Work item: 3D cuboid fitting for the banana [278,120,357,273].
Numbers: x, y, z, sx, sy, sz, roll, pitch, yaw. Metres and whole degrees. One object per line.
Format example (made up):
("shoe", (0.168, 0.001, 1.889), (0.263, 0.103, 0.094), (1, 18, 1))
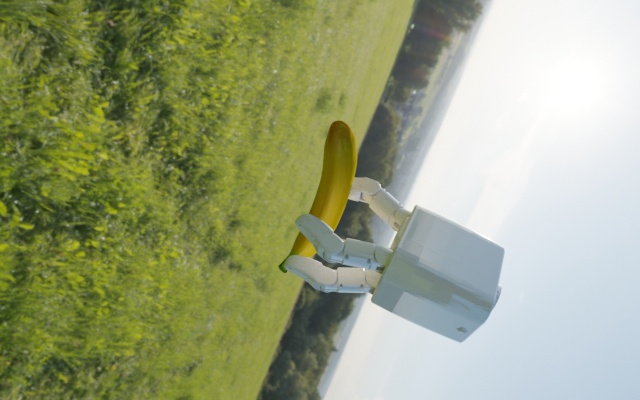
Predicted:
("banana", (0.007, -0.003, 0.515), (0.037, 0.198, 0.069), (28, 34, 13))
